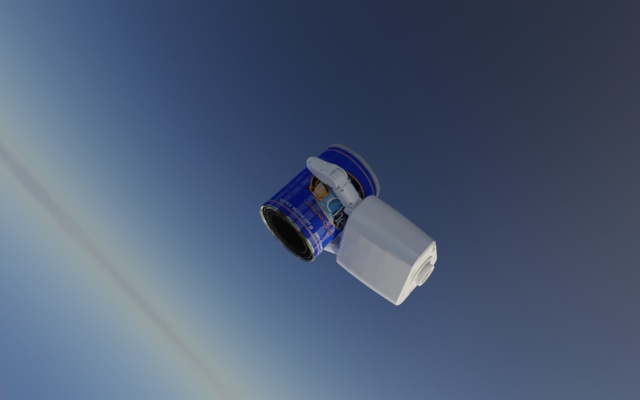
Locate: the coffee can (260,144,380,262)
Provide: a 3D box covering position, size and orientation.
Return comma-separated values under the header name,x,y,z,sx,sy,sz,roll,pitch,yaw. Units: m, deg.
name,x,y,z,sx,sy,sz,roll,pitch,yaw
coffee can,0.000,0.002,0.673,0.140,0.103,0.103,-43,20,-23
